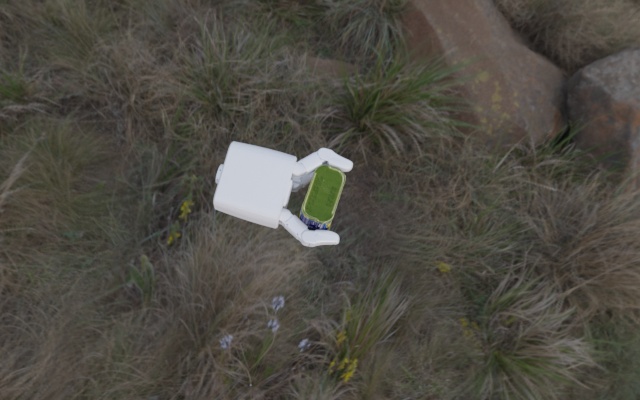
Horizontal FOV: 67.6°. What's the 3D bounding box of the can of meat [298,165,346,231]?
[{"bbox_3d":[0.000,0.003,0.772,0.057,0.102,0.084,19,-22,0],"label":"can of meat"}]
